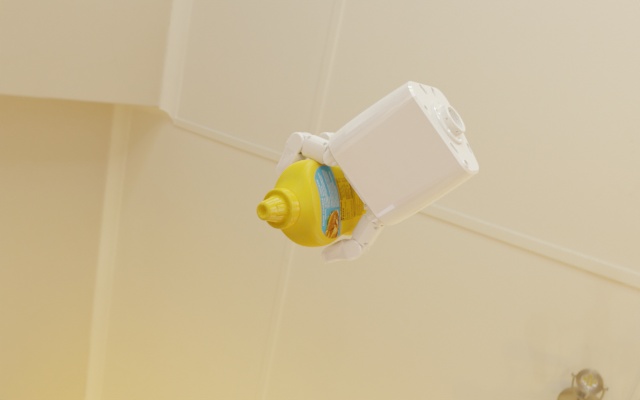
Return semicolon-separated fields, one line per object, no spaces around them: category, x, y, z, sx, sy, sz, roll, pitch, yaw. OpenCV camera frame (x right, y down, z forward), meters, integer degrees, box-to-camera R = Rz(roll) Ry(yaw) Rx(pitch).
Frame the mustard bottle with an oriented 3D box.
mustard bottle;0.000;0.002;0.536;0.058;0.096;0.191;-5;2;35
